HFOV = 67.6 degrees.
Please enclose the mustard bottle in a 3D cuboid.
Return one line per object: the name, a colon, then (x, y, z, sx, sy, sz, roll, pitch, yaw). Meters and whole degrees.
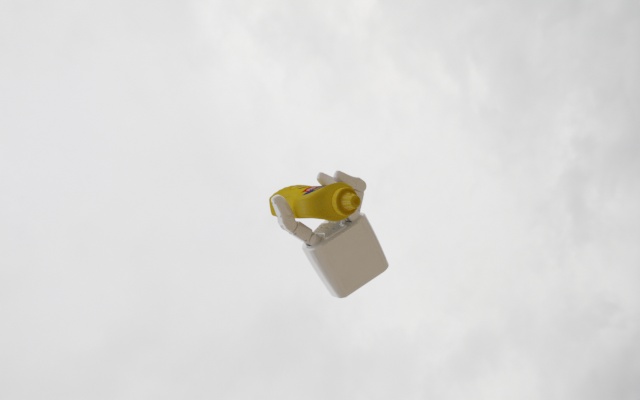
mustard bottle: (0.000, 0.002, 0.758, 0.096, 0.058, 0.191, -10, 6, -31)
